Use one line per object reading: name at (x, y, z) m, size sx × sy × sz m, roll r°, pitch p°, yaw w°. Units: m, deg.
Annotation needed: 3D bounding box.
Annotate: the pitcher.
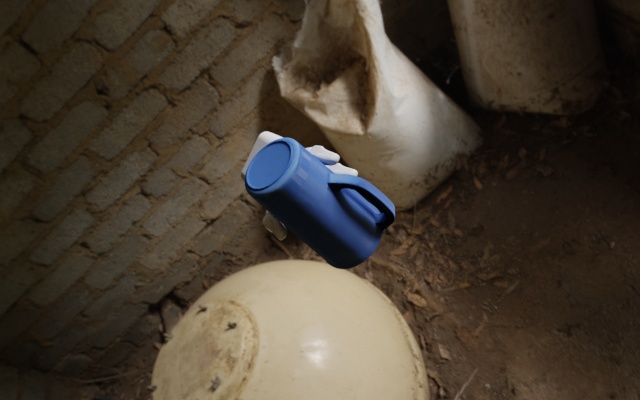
pitcher at (0.000, 0.003, 0.786) m, size 0.243 × 0.149 × 0.145 m, roll 41°, pitch -3°, yaw -41°
